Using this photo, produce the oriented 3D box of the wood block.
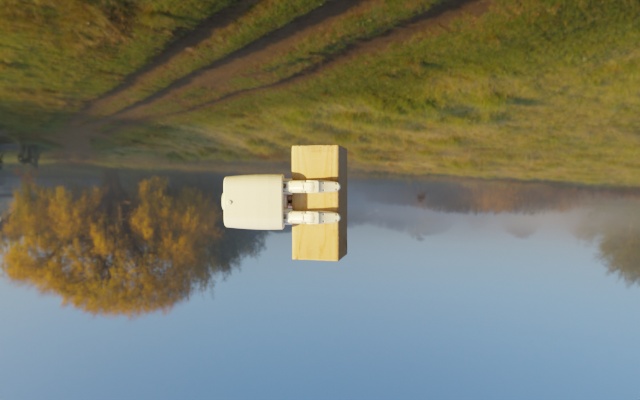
[{"bbox_3d":[0.000,0.003,0.897,0.090,0.206,0.091,1,2,13],"label":"wood block"}]
